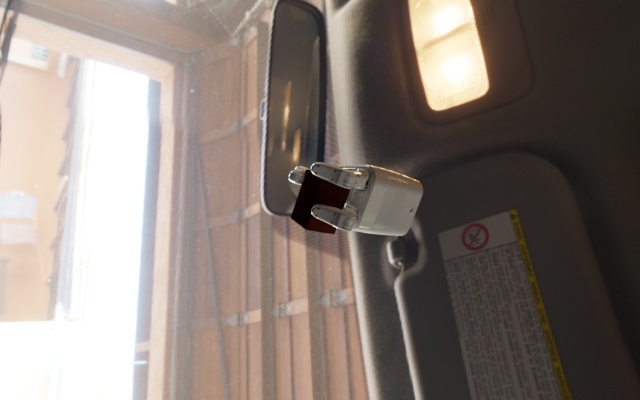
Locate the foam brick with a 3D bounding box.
[{"bbox_3d":[0.000,0.002,0.686,0.051,0.078,0.053,12,14,-33],"label":"foam brick"}]
